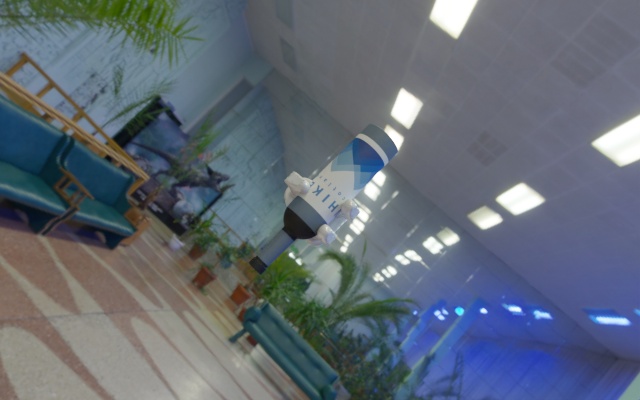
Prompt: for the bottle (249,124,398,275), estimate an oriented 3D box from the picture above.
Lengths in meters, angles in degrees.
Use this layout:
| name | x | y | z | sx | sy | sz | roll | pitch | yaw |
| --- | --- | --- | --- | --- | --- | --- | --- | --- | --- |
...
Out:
| name | x | y | z | sx | sy | sz | roll | pitch | yaw |
| --- | --- | --- | --- | --- | --- | --- | --- | --- | --- |
| bottle | 0.000 | 0.002 | 0.760 | 0.069 | 0.295 | 0.069 | 44 | -8 | 8 |
